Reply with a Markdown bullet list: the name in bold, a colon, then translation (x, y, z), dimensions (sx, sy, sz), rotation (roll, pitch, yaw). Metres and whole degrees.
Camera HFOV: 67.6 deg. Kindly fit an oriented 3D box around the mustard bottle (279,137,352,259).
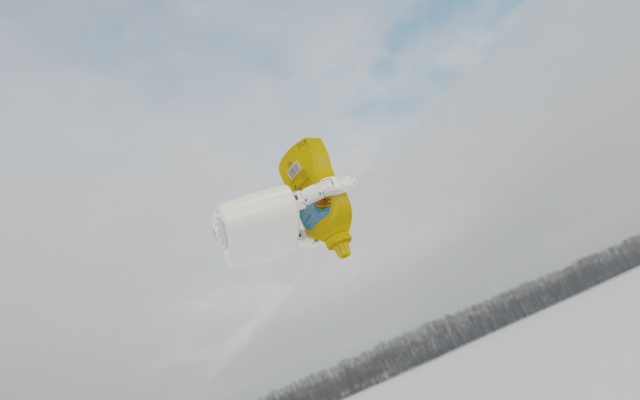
- **mustard bottle**: translation (0.000, 0.002, 0.747), dimensions (0.058, 0.191, 0.096), rotation (-4, -29, -43)
